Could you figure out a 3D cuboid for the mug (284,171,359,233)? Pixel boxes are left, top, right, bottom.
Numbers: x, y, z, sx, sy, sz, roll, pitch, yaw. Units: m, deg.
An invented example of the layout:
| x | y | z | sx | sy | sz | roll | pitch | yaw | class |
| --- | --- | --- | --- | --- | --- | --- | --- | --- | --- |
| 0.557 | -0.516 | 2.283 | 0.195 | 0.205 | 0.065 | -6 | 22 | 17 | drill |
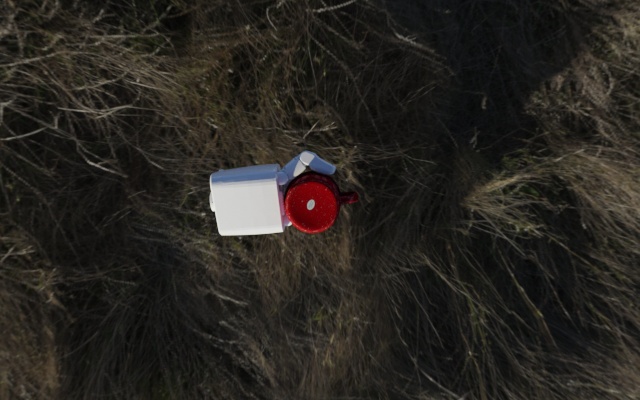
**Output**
| x | y | z | sx | sy | sz | roll | pitch | yaw | class |
| --- | --- | --- | --- | --- | --- | --- | --- | --- | --- |
| 0.002 | 0.002 | 0.729 | 0.117 | 0.093 | 0.081 | -5 | 7 | 0 | mug |
